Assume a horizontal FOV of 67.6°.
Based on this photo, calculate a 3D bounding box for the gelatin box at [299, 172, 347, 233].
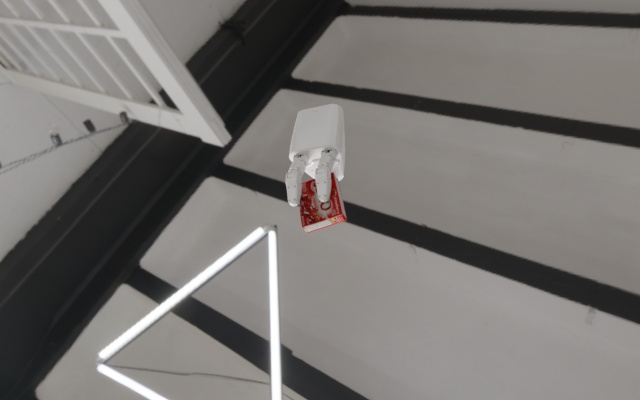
[{"bbox_3d":[0.000,0.003,0.817,0.073,0.089,0.030,-18,-33,13],"label":"gelatin box"}]
